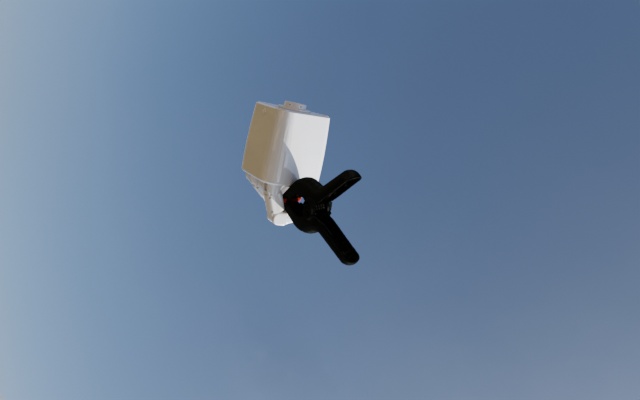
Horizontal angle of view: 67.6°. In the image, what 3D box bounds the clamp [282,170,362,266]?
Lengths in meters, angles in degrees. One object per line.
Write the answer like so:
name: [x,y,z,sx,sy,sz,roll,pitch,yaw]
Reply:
clamp: [0.000,0.002,0.643,0.039,0.120,0.171,-1,19,-38]
